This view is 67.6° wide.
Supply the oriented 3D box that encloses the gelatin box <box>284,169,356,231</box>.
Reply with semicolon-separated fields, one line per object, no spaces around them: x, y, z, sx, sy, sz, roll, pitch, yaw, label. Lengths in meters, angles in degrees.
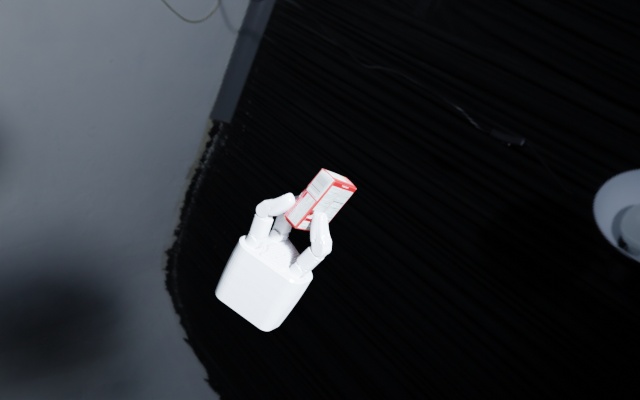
0.001;0.002;0.668;0.030;0.089;0.073;46;15;25;gelatin box
